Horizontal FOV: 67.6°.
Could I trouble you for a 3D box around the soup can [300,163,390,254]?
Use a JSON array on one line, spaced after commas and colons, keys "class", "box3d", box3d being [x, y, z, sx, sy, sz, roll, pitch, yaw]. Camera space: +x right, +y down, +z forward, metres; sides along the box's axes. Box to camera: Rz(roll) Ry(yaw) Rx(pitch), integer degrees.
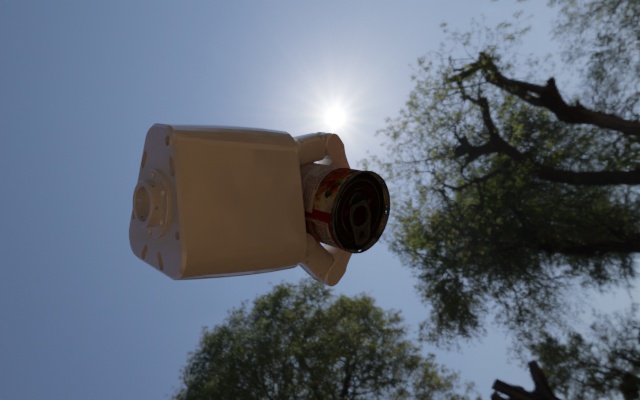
[{"class": "soup can", "box3d": [0.000, 0.001, 0.418, 0.068, 0.068, 0.102, 0, 10, -44]}]
